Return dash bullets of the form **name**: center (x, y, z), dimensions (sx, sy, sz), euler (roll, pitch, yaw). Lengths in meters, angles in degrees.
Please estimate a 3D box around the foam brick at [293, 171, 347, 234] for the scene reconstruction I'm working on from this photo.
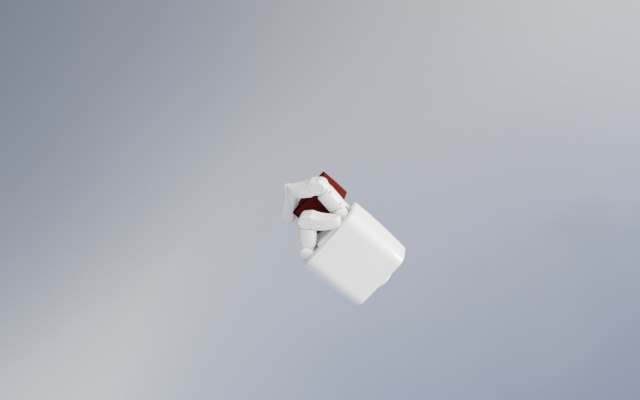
- **foam brick**: center (0.000, 0.002, 0.737), dimensions (0.051, 0.053, 0.078), euler (39, 29, -7)
